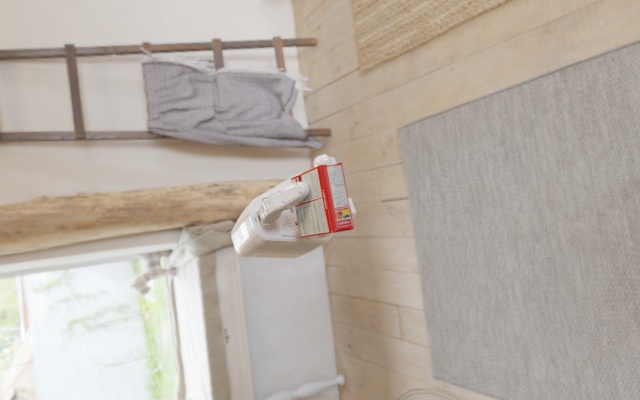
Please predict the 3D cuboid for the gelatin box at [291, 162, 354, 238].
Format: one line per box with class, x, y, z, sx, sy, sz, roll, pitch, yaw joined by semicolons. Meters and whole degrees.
gelatin box;0.000;0.002;0.536;0.030;0.073;0.089;-8;-4;-26
